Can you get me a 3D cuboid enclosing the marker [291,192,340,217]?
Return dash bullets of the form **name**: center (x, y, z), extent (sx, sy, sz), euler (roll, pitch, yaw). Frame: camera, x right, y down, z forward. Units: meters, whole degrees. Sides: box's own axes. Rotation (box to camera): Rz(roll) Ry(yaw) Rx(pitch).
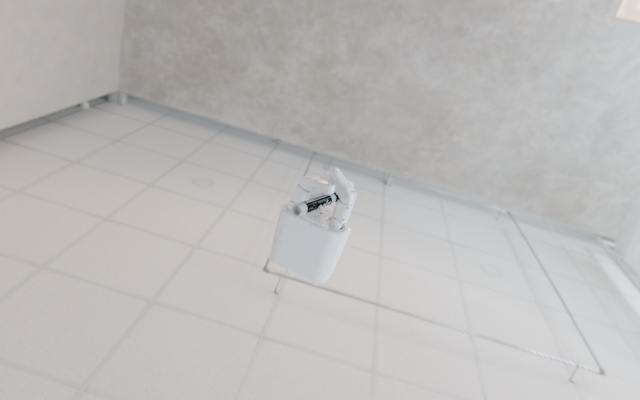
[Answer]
- **marker**: center (0.000, 0.002, 0.728), extent (0.020, 0.020, 0.121), euler (0, 12, 36)
